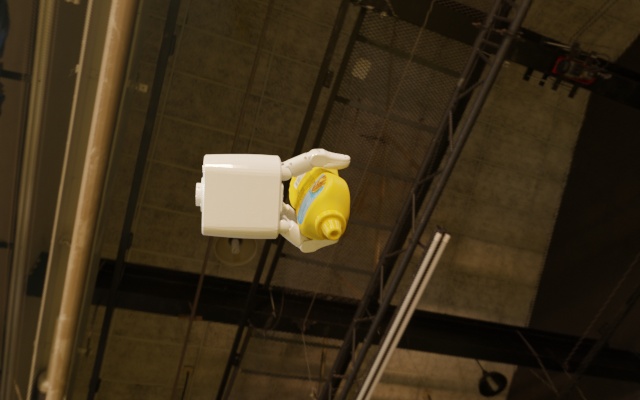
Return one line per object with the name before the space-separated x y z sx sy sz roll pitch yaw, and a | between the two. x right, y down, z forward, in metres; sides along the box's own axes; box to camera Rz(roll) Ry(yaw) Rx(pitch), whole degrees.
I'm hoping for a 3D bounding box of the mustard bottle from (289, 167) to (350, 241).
mustard bottle | 0.000 0.002 0.691 0.058 0.096 0.191 26 18 -21
